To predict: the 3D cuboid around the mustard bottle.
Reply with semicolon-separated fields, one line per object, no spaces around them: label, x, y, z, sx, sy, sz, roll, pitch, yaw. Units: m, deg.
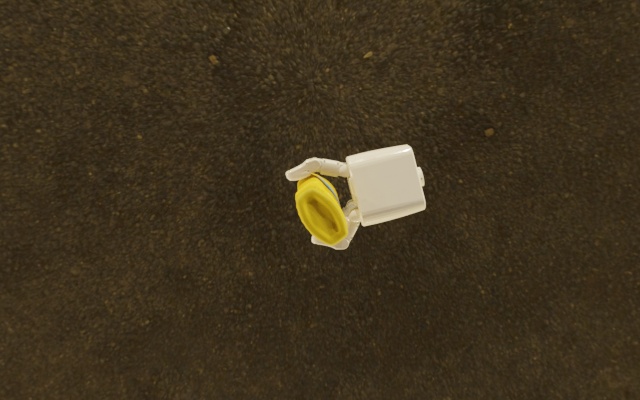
mustard bottle;0.000;0.003;0.785;0.058;0.096;0.191;-37;12;7
